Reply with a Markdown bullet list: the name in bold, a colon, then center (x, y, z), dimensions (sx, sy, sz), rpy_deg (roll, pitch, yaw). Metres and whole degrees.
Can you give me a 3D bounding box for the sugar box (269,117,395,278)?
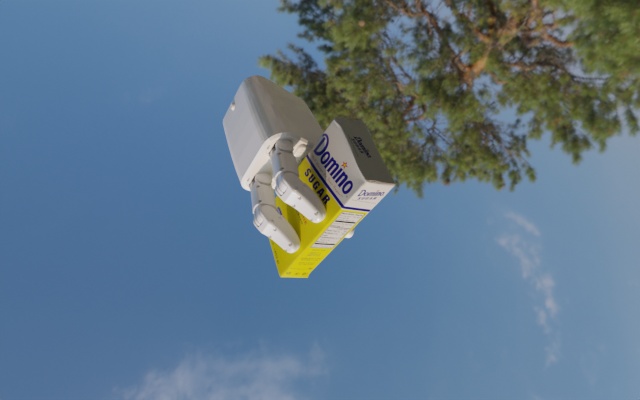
- **sugar box**: center (0.000, 0.002, 0.529), dimensions (0.048, 0.093, 0.176), rpy_deg (4, -42, -34)
